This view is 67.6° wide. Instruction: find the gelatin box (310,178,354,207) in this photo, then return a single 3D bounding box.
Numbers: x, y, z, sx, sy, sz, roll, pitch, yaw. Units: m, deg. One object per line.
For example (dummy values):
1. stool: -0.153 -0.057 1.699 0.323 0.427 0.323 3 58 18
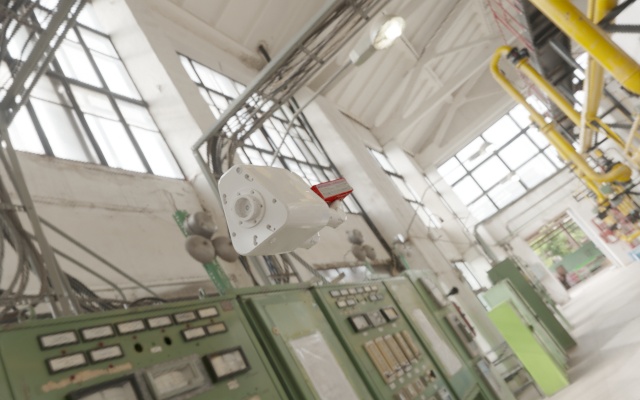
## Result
1. gelatin box: 0.000 0.002 0.740 0.073 0.030 0.089 -45 -15 32
